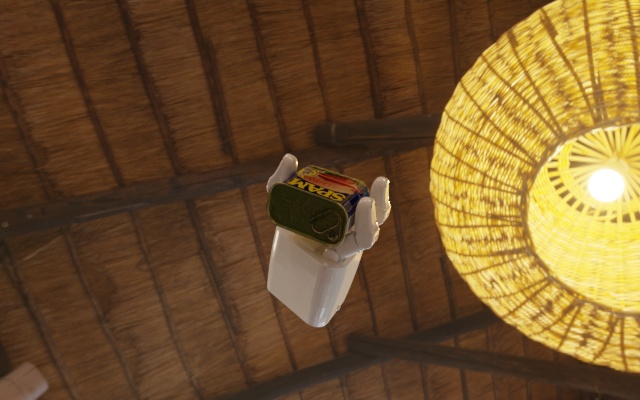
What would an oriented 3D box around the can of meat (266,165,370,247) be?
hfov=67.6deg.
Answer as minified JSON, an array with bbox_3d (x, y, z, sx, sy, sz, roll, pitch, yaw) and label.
[{"bbox_3d":[0.000,0.002,0.577,0.102,0.057,0.084,20,28,18],"label":"can of meat"}]
